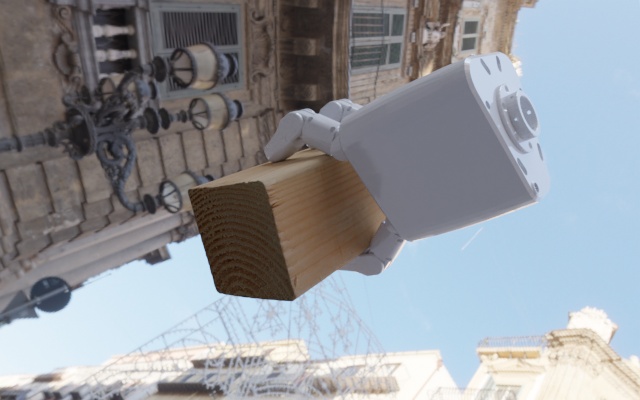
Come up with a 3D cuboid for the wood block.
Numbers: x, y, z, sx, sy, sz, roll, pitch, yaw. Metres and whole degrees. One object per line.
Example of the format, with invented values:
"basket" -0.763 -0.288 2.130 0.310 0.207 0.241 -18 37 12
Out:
"wood block" 0.001 0.002 0.427 0.090 0.091 0.206 -4 14 40
